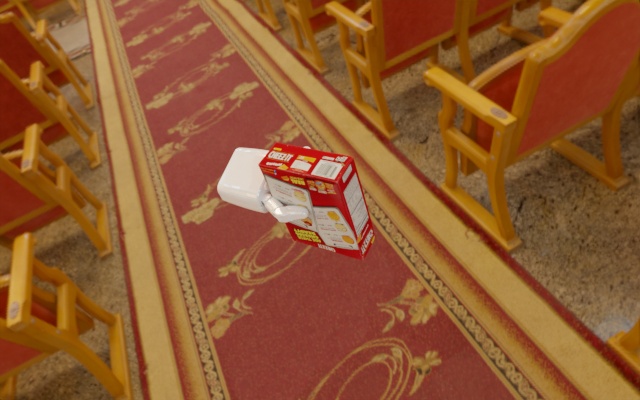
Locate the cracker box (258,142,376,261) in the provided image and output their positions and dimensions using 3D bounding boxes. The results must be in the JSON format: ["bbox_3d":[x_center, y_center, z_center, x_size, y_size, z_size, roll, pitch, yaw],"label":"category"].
[{"bbox_3d":[0.000,0.003,0.872,0.164,0.072,0.214,13,-36,30],"label":"cracker box"}]
